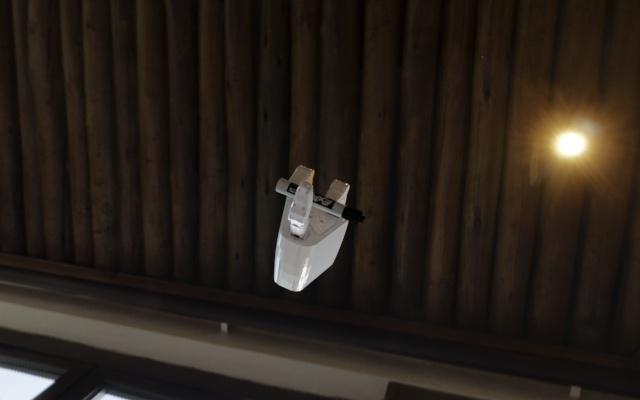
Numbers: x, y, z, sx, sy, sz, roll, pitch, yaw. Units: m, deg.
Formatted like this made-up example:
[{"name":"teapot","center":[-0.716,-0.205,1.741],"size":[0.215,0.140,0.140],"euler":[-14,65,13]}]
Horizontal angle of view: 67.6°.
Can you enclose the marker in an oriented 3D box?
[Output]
[{"name":"marker","center":[0.000,0.002,0.613],"size":[0.121,0.020,0.020],"euler":[23,4,11]}]
